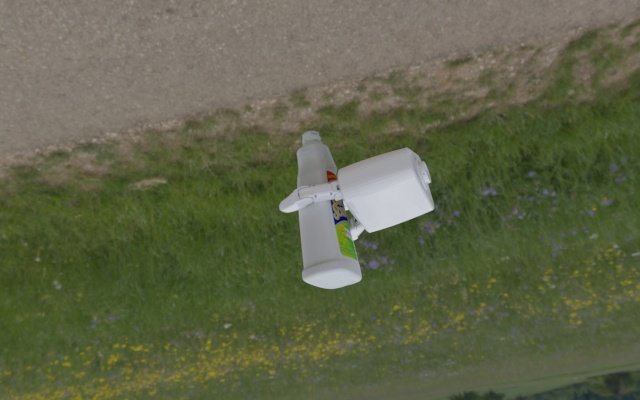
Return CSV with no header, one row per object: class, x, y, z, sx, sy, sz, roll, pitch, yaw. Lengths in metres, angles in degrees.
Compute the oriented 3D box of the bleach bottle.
bleach bottle,0.000,0.002,0.731,0.068,0.250,0.102,-20,-25,20
